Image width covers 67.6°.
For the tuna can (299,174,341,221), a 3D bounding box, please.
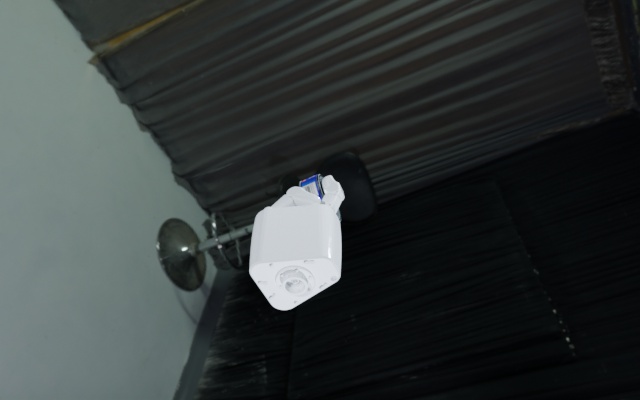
[{"bbox_3d":[0.001,0.002,0.751,0.034,0.086,0.086,-23,-5,12],"label":"tuna can"}]
